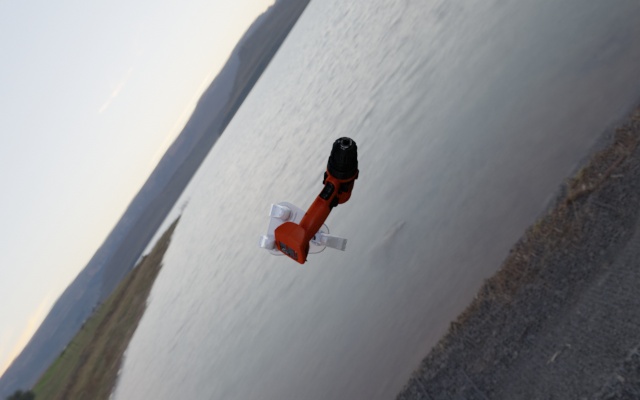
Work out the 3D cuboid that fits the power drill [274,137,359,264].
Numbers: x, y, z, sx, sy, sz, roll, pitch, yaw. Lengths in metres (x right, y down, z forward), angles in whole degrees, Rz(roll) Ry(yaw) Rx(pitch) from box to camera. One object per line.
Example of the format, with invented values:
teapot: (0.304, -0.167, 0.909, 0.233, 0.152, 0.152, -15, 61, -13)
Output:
power drill: (0.000, 0.003, 0.780, 0.057, 0.187, 0.184, 32, -22, 15)
